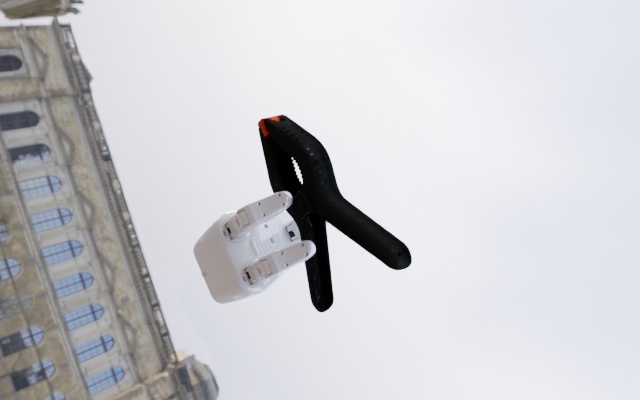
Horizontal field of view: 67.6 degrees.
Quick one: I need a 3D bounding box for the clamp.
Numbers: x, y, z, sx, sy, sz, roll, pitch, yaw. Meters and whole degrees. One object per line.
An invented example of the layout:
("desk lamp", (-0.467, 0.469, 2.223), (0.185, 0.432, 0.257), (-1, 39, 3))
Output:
("clamp", (0.000, 0.001, 0.471), (0.036, 0.210, 0.164), (-19, -8, -36))
